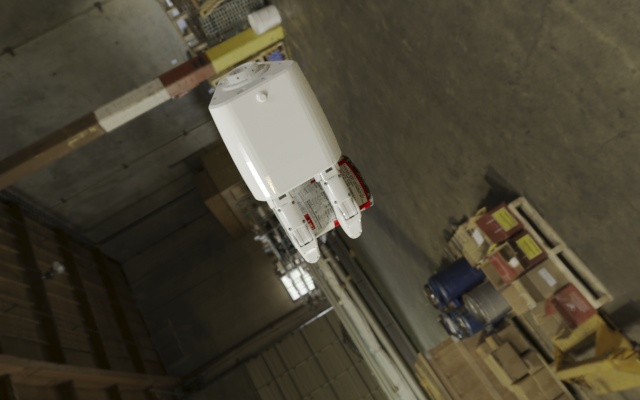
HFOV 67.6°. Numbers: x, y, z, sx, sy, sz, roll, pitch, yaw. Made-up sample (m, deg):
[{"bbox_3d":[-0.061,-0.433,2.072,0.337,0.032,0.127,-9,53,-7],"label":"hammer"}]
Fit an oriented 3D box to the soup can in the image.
[{"bbox_3d":[0.000,0.002,0.548,0.102,0.068,0.068,-30,4,-7],"label":"soup can"}]
